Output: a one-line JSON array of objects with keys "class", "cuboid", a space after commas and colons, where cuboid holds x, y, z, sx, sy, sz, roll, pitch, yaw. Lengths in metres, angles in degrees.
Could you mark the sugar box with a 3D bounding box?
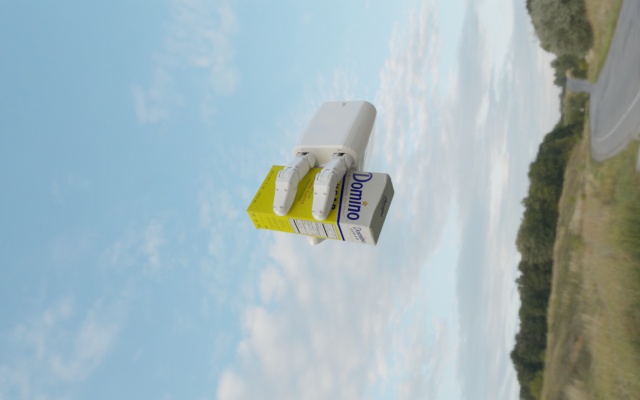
[{"class": "sugar box", "cuboid": [0.000, 0.002, 0.632, 0.176, 0.093, 0.048, 4, -40, 26]}]
